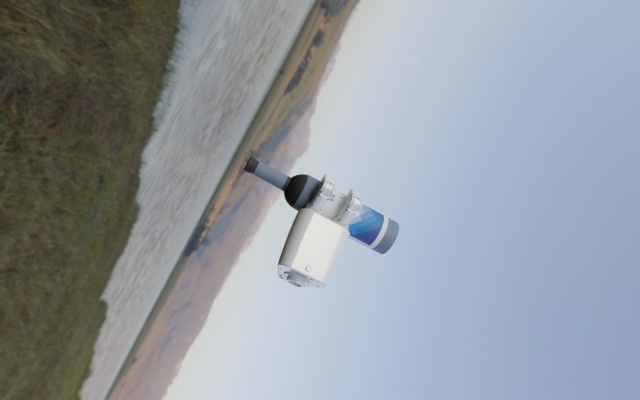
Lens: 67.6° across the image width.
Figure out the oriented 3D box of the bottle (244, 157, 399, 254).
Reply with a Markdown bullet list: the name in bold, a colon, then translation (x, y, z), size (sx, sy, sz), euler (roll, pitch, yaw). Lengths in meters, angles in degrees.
- **bottle**: translation (0.000, 0.003, 0.857), size (0.296, 0.069, 0.069), euler (28, -6, -11)
